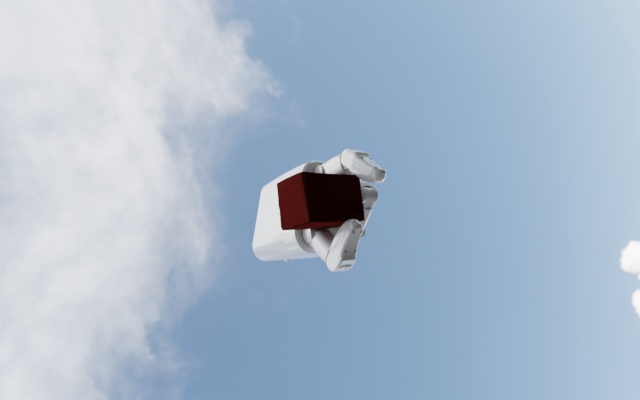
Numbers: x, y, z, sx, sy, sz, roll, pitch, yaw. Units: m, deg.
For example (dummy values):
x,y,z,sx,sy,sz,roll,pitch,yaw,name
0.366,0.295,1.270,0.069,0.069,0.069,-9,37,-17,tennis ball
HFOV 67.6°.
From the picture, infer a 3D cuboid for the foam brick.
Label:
x,y,z,sx,sy,sz,roll,pitch,yaw,name
0.000,0.002,0.505,0.078,0.053,0.051,1,-12,-39,foam brick
